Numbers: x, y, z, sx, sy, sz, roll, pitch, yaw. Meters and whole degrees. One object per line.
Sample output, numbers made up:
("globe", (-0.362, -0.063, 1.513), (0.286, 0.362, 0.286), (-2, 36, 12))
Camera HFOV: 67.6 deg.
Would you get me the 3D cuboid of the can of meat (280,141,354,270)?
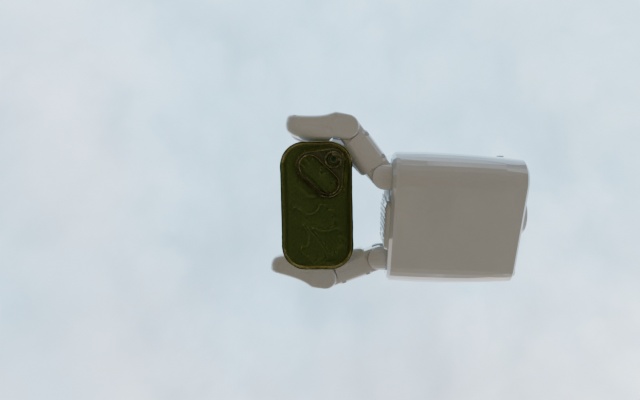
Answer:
("can of meat", (0.000, 0.001, 0.416), (0.057, 0.102, 0.084), (-1, 4, 4))
